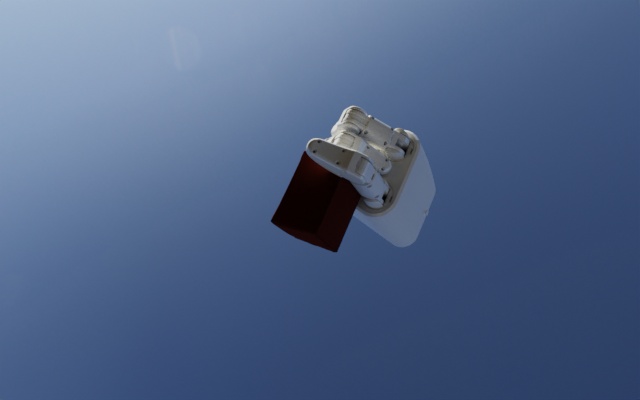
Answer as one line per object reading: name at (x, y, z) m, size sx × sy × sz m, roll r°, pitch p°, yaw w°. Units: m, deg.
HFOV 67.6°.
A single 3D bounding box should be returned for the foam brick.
foam brick at (0.000, 0.002, 0.454) m, size 0.053 × 0.078 × 0.051 m, roll 17°, pitch -16°, yaw 31°
